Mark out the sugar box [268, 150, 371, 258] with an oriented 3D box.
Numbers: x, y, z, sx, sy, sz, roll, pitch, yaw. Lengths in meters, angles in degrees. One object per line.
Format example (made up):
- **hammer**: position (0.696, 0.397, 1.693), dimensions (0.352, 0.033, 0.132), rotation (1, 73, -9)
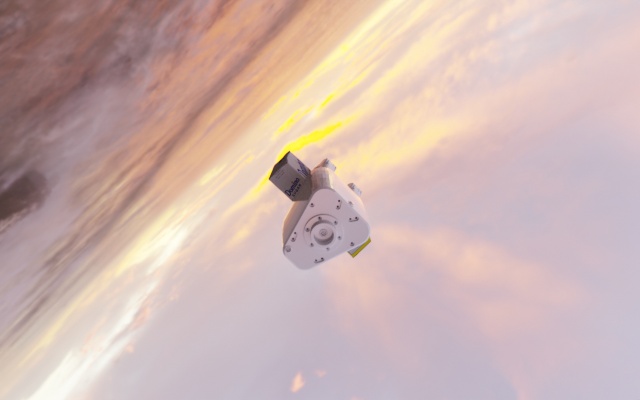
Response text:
- **sugar box**: position (0.001, 0.002, 0.736), dimensions (0.048, 0.176, 0.093), rotation (-42, 13, 11)
